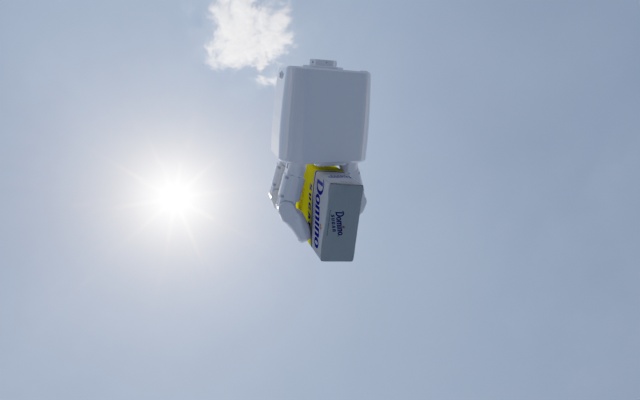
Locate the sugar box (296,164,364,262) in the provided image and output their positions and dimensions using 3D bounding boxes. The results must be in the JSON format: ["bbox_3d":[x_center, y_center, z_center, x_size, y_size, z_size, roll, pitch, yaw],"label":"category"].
[{"bbox_3d":[0.000,0.002,0.602,0.048,0.093,0.176,3,14,-15],"label":"sugar box"}]
